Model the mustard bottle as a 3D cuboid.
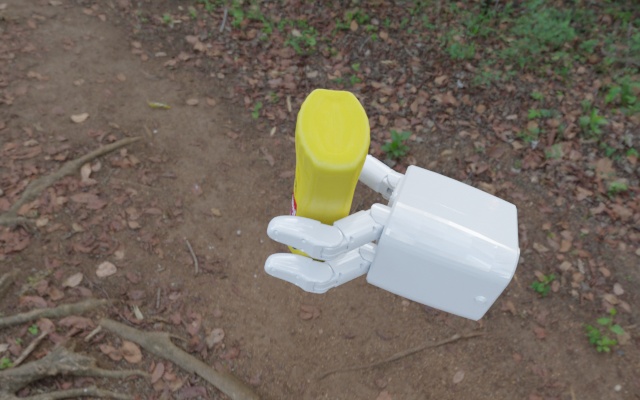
[{"bbox_3d":[0.000,0.001,0.438,0.058,0.096,0.192,3,-40,-6],"label":"mustard bottle"}]
